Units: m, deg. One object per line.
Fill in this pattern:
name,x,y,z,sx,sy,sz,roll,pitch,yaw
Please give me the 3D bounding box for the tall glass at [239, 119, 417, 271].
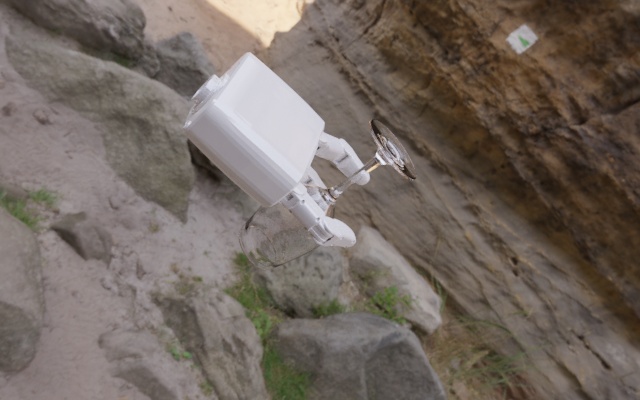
tall glass,0.001,0.001,0.518,0.201,0.079,0.079,-36,-17,25
